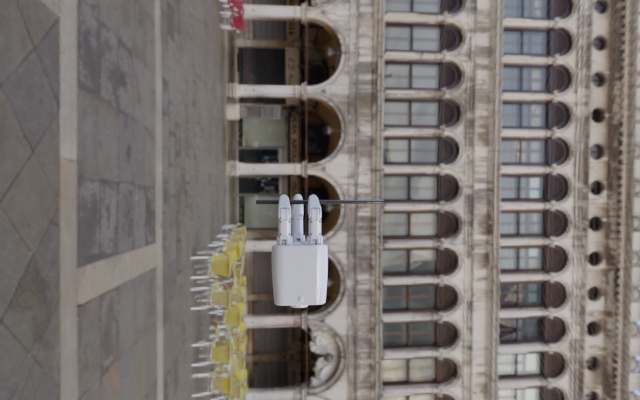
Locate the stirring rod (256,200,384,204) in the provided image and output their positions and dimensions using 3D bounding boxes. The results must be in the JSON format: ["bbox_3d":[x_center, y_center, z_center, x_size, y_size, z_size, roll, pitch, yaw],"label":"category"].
[{"bbox_3d":[0.000,0.003,0.898,0.239,0.011,0.011,0,0,-6],"label":"stirring rod"}]
